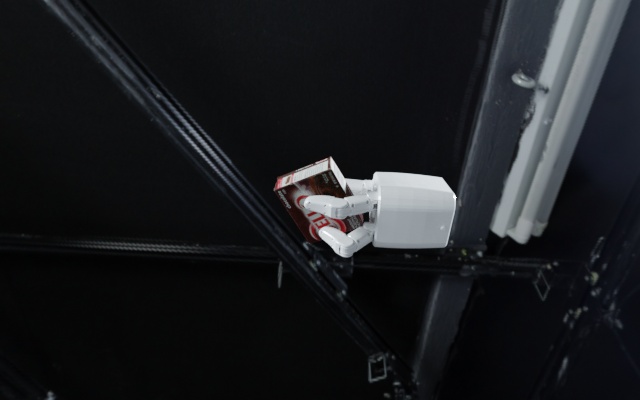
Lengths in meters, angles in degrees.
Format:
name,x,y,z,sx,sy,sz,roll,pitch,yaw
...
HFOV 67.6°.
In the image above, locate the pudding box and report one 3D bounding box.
name,x,y,z,sx,sy,sz,roll,pitch,yaw
pudding box,0.000,0.002,0.687,0.090,0.113,0.039,-20,31,18
